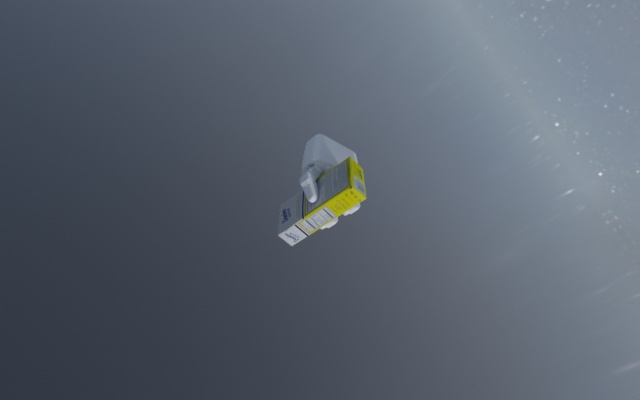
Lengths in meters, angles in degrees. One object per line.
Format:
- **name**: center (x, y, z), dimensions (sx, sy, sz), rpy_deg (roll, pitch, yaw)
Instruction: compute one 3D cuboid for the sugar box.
- **sugar box**: center (0.001, 0.003, 0.879), dimensions (0.176, 0.093, 0.048), rpy_deg (-36, -60, 26)
